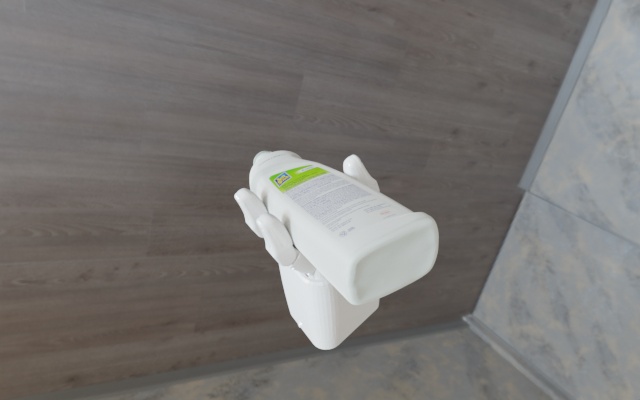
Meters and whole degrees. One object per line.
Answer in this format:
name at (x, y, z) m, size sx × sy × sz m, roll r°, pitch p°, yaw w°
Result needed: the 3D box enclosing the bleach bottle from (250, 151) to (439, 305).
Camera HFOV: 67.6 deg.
bleach bottle at (0.000, 0.002, 0.496) m, size 0.102 × 0.068 × 0.250 m, roll -21°, pitch 35°, yaw -22°
